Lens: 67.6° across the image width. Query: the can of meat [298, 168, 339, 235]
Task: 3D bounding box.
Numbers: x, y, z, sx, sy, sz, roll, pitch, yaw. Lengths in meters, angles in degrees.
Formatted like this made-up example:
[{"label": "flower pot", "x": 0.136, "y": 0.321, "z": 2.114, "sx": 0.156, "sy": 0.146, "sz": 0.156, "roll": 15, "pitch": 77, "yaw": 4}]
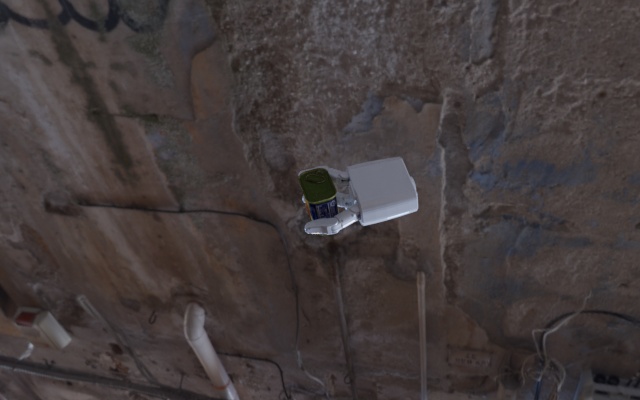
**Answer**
[{"label": "can of meat", "x": 0.000, "y": 0.003, "z": 0.882, "sx": 0.057, "sy": 0.084, "sz": 0.102, "roll": -16, "pitch": 37, "yaw": -5}]
